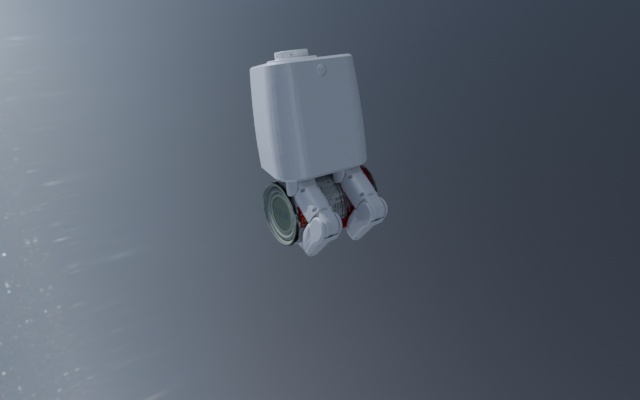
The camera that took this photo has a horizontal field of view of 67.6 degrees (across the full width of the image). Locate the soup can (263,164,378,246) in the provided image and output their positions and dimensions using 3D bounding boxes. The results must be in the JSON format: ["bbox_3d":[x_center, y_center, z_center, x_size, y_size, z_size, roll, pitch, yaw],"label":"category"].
[{"bbox_3d":[0.000,0.002,0.498,0.102,0.068,0.068,-17,9,-31],"label":"soup can"}]
